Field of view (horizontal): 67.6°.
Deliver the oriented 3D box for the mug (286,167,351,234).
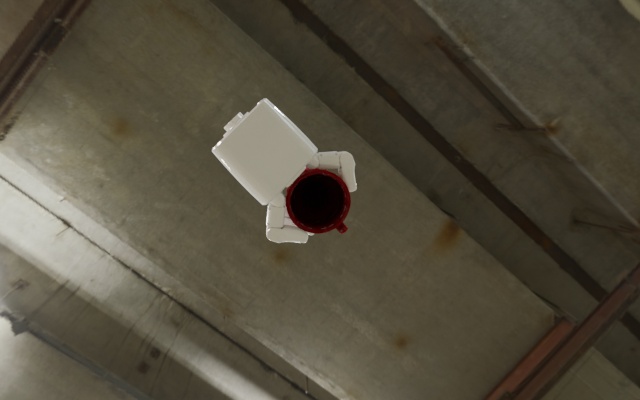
[{"bbox_3d":[0.001,0.003,0.717,0.093,0.117,0.081,-43,14,3],"label":"mug"}]
